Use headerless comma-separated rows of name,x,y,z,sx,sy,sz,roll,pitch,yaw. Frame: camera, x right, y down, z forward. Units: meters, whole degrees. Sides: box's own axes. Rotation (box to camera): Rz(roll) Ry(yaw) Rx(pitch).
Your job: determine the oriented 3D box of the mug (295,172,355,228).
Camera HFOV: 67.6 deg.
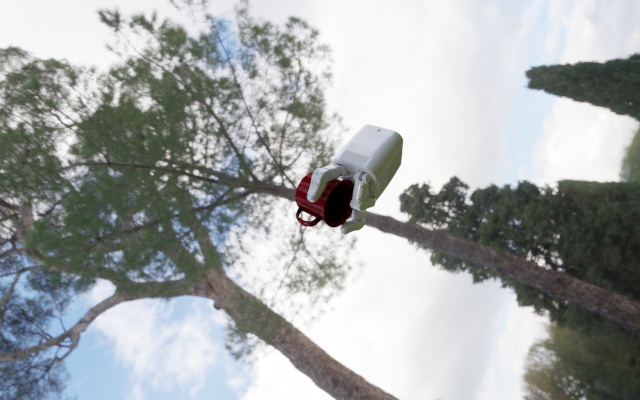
mug,-0.001,0.004,0.891,0.081,0.117,0.093,22,-29,37
